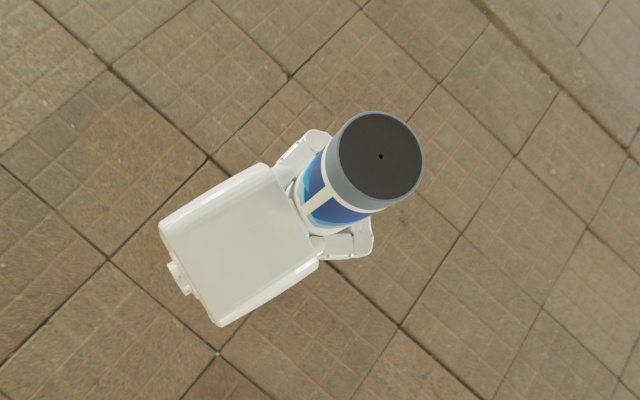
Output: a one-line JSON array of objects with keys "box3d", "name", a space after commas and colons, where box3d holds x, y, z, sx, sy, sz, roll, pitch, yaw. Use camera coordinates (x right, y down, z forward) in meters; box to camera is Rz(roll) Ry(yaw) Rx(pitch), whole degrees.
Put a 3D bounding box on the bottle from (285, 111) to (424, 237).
[{"box3d": [0.000, 0.001, 0.464, 0.069, 0.069, 0.296, 0, -13, -17], "name": "bottle"}]
